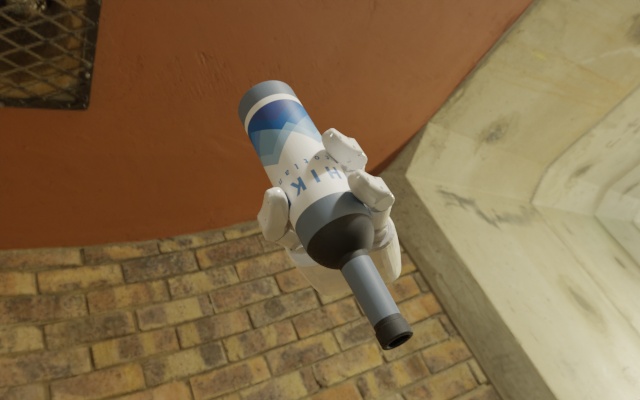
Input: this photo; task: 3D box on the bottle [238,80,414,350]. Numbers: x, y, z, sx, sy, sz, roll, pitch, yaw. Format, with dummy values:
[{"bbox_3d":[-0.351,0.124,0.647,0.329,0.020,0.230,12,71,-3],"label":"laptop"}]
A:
[{"bbox_3d":[0.000,0.001,0.447,0.069,0.295,0.069,-19,-35,-14],"label":"bottle"}]
